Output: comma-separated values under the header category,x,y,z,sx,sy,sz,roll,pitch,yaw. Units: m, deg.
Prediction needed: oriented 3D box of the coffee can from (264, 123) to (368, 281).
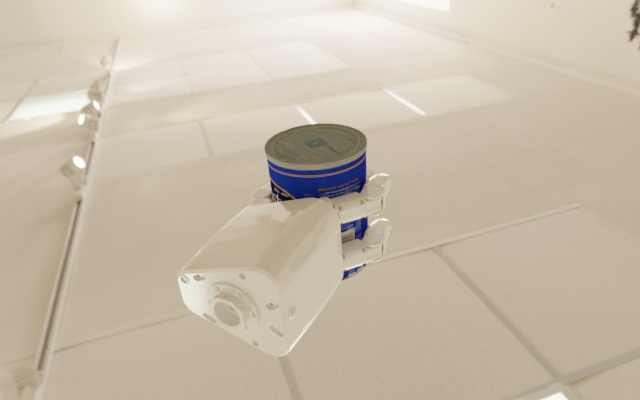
category,x,y,z,sx,sy,sz,roll,pitch,yaw
coffee can,0.000,0.001,0.510,0.103,0.140,0.102,-4,30,2
